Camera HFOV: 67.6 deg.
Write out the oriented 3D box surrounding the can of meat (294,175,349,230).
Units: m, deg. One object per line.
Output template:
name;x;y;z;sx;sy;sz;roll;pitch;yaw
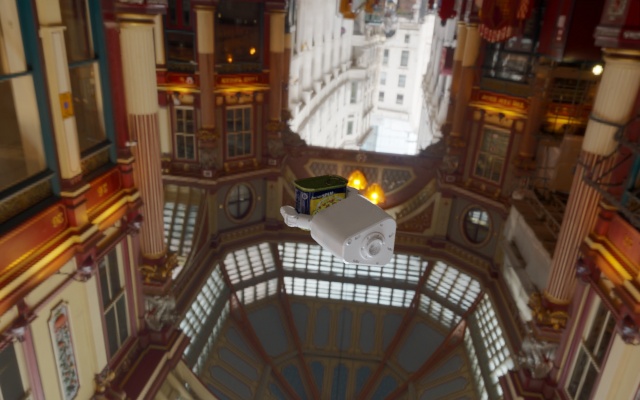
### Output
can of meat;0.000;0.003;0.899;0.102;0.084;0.057;-11;25;-31
